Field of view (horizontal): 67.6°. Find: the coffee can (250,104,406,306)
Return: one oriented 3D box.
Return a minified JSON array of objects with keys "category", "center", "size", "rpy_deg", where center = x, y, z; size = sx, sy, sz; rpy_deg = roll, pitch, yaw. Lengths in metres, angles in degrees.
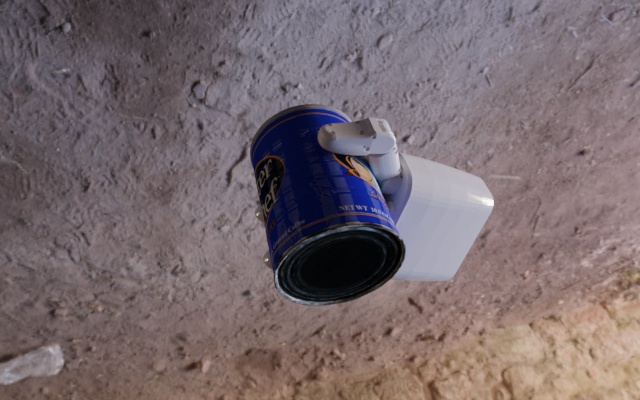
[{"category":"coffee can","center":[0.000,0.001,0.403],"size":[0.103,0.140,0.103],"rpy_deg":[-9,-41,-8]}]
